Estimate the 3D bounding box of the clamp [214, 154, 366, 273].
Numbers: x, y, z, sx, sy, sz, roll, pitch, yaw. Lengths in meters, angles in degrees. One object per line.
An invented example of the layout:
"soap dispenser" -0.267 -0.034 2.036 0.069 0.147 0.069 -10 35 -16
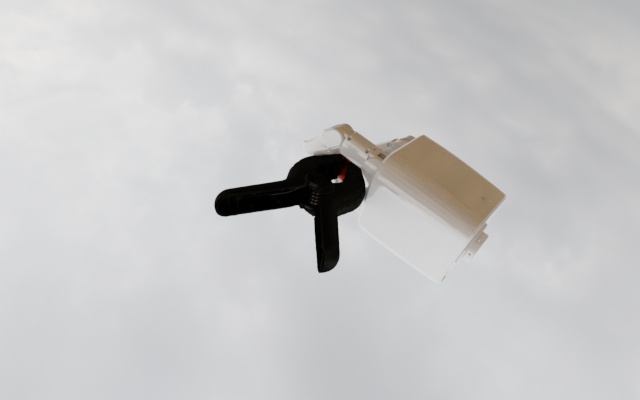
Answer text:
"clamp" 0.000 0.002 0.451 0.120 0.039 0.171 38 43 19
